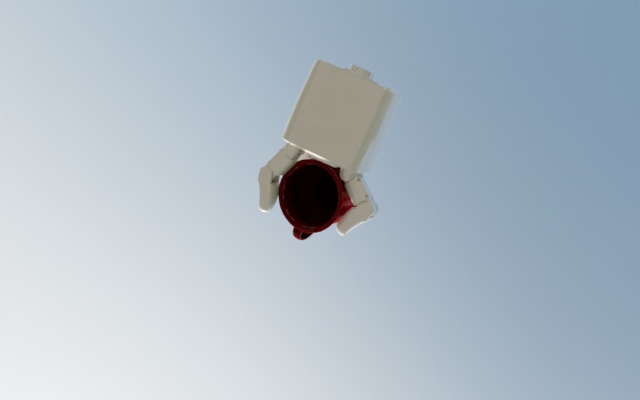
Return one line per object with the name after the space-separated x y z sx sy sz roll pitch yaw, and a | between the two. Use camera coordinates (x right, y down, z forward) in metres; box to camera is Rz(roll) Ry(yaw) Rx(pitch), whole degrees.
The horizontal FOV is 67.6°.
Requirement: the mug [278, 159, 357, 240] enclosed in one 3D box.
0.000 0.003 0.633 0.093 0.117 0.081 32 19 23 | mug
